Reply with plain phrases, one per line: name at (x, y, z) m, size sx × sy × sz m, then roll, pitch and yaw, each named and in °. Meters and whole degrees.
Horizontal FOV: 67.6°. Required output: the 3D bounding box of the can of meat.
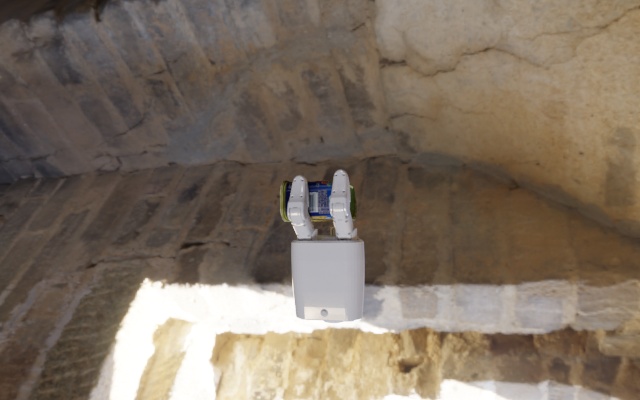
can of meat at (0.000, 0.002, 0.676) m, size 0.084 × 0.057 × 0.102 m, roll -1°, pitch -5°, yaw 17°
